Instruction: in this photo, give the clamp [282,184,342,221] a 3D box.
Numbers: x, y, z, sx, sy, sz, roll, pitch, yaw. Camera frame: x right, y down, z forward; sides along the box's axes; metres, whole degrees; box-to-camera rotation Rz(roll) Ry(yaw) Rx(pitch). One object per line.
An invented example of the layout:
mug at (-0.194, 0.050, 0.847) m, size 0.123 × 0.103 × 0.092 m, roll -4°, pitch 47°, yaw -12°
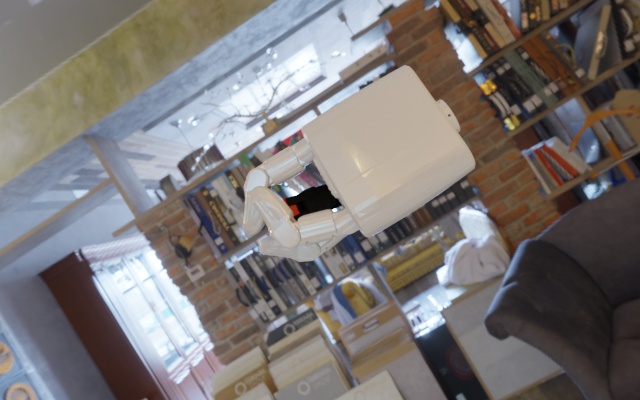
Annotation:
clamp at (0.000, 0.001, 0.495) m, size 0.120 × 0.039 × 0.171 m, roll -32°, pitch -1°, yaw 7°
